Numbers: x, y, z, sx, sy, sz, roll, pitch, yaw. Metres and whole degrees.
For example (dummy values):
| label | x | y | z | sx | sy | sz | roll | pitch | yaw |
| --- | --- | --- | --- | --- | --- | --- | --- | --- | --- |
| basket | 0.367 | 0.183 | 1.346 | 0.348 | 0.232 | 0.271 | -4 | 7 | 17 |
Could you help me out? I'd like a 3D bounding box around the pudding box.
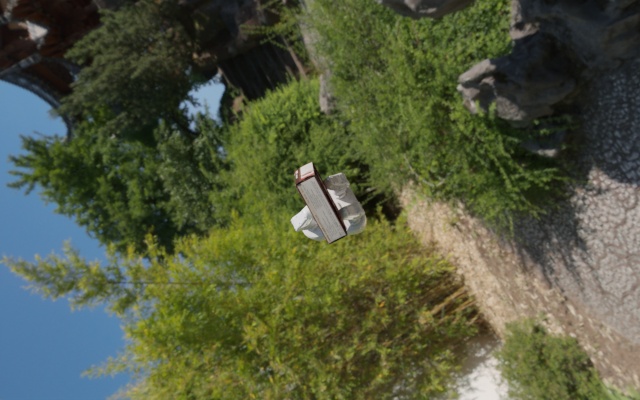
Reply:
| label | x | y | z | sx | sy | sz | roll | pitch | yaw |
| --- | --- | --- | --- | --- | --- | --- | --- | --- | --- |
| pudding box | 0.000 | 0.003 | 0.757 | 0.039 | 0.113 | 0.090 | -30 | 16 | 5 |
